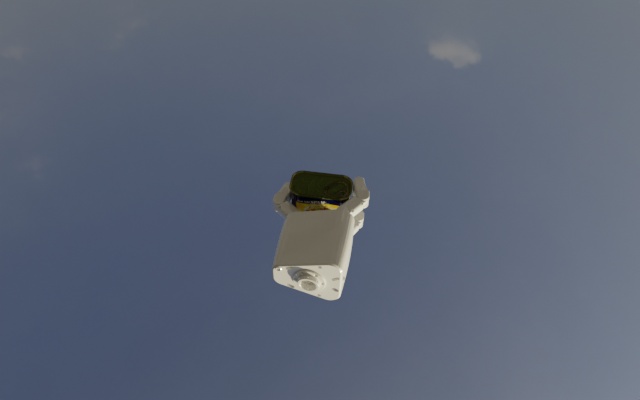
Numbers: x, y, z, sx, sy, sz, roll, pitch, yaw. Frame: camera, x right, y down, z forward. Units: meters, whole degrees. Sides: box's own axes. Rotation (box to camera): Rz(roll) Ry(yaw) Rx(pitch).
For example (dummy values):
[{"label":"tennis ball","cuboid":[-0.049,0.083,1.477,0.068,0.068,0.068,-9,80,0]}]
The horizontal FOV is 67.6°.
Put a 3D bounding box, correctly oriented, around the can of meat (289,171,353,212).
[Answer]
[{"label":"can of meat","cuboid":[0.000,0.003,0.804,0.102,0.057,0.084,6,-45,4]}]
